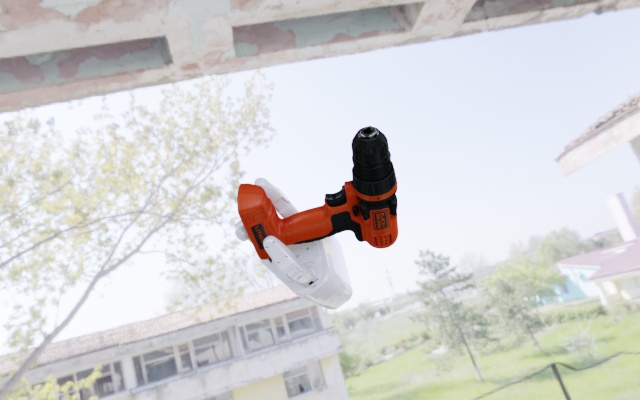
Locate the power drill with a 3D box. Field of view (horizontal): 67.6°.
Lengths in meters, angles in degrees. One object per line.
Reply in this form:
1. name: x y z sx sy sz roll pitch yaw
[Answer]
1. power drill: 0.000 0.002 0.573 0.187 0.185 0.057 -9 43 5
